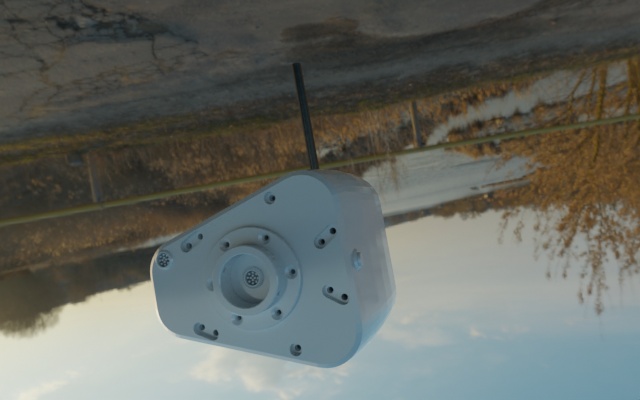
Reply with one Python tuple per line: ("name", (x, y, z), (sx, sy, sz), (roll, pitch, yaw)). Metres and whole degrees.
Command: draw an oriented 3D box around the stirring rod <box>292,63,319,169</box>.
("stirring rod", (0.000, 0.001, 0.403), (0.011, 0.239, 0.011), (-10, -3, -1))
